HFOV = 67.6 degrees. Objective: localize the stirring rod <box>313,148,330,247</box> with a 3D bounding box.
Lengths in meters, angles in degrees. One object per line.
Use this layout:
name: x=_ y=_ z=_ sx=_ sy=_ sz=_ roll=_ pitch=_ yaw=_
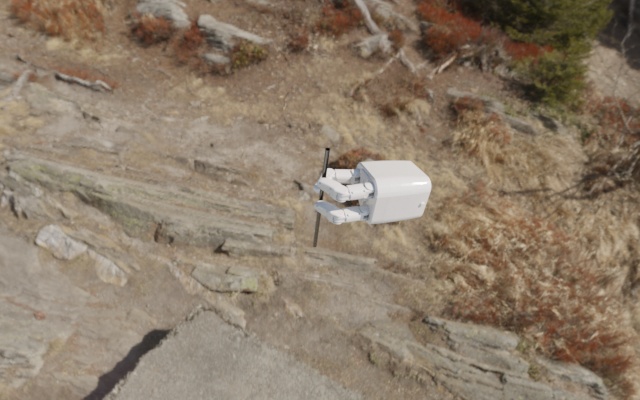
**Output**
stirring rod: x=0.000 y=0.003 z=0.871 sx=0.011 sy=0.240 sz=0.011 roll=4 pitch=43 yaw=-4
